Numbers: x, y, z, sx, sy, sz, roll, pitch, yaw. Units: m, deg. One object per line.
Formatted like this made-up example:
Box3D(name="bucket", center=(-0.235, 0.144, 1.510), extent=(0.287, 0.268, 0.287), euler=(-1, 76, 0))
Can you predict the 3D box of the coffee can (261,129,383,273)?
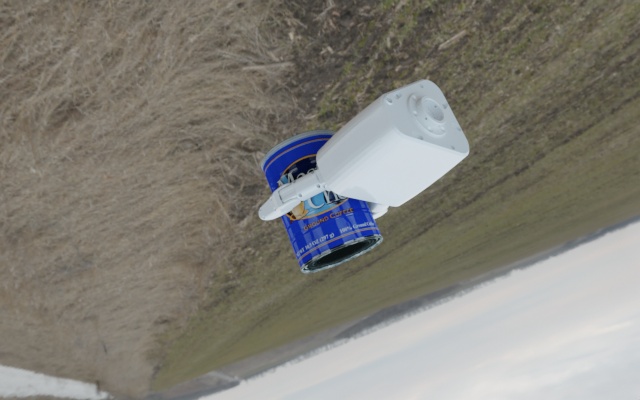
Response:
Box3D(name="coffee can", center=(0.000, 0.002, 0.569), extent=(0.103, 0.140, 0.103), euler=(-20, -16, -6))
